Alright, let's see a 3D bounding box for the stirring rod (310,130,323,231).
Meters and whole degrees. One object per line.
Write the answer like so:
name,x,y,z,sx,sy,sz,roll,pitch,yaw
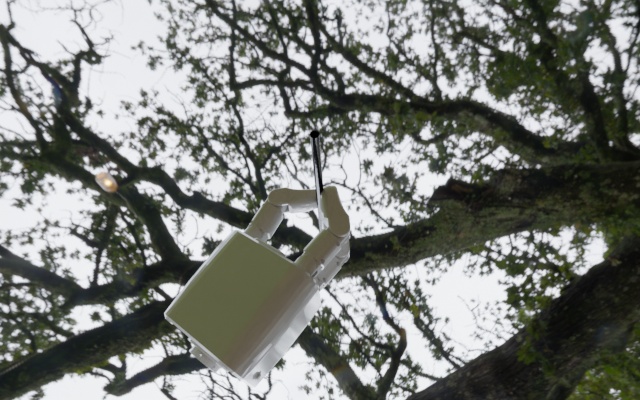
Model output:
stirring rod,0.000,0.002,0.497,0.011,0.011,0.240,0,-28,3
